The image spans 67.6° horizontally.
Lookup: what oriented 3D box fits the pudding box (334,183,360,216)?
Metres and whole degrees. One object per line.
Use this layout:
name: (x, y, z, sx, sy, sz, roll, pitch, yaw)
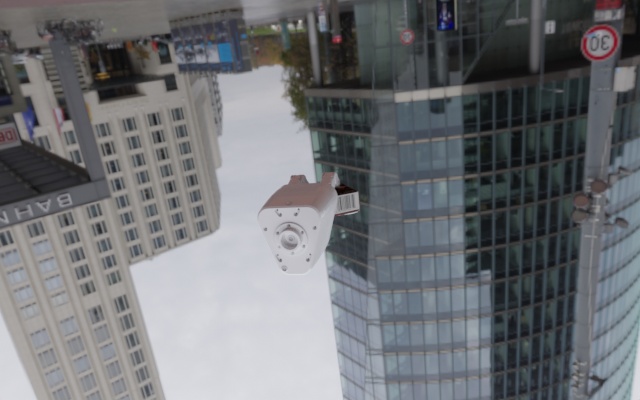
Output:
pudding box: (0.000, 0.003, 0.815, 0.113, 0.039, 0.090, -9, 14, -14)
